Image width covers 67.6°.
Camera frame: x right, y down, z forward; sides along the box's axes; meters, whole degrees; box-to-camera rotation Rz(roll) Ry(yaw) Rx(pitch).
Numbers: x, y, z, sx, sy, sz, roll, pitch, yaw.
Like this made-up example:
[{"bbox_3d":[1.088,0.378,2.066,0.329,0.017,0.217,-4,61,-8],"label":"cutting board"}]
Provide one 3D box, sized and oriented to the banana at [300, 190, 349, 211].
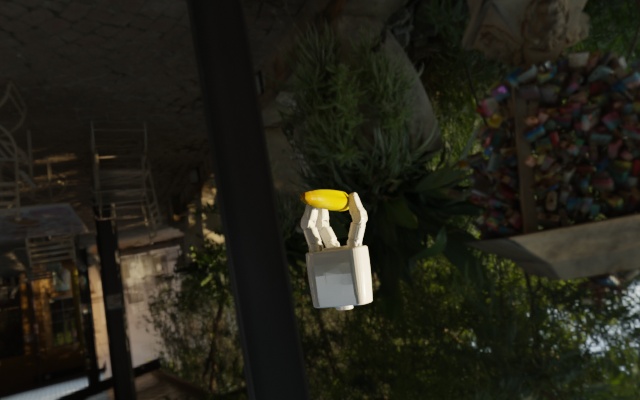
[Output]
[{"bbox_3d":[0.019,0.002,0.898,0.069,0.037,0.198,-4,-4,12],"label":"banana"}]
